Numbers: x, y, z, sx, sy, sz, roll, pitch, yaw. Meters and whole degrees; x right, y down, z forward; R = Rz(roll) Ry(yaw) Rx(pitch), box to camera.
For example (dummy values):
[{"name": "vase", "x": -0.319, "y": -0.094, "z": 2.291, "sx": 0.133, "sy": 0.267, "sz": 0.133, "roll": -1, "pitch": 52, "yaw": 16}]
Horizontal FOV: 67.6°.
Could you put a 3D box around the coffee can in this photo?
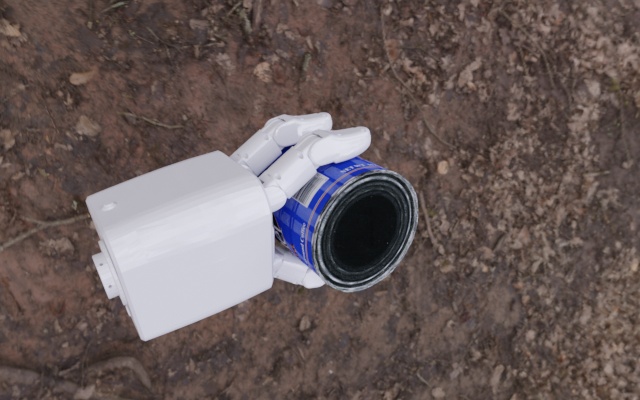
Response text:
[{"name": "coffee can", "x": 0.000, "y": 0.001, "z": 0.420, "sx": 0.103, "sy": 0.103, "sz": 0.140, "roll": 0, "pitch": 20, "yaw": -35}]
